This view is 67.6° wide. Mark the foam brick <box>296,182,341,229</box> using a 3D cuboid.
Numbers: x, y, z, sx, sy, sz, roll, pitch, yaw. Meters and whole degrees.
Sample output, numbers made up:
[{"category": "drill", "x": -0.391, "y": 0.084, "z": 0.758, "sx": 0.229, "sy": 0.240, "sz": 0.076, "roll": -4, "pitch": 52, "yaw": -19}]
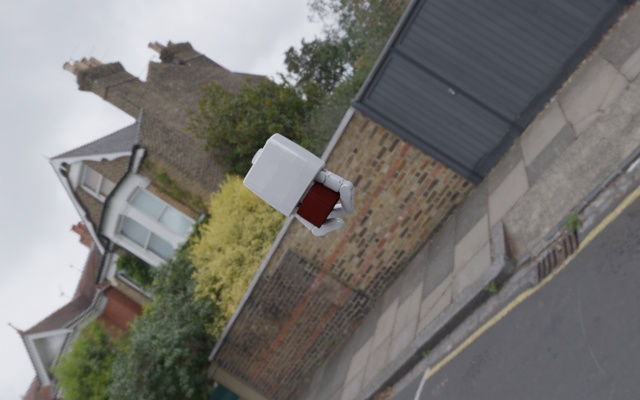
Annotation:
[{"category": "foam brick", "x": 0.000, "y": 0.003, "z": 0.848, "sx": 0.051, "sy": 0.053, "sz": 0.078, "roll": 34, "pitch": 29, "yaw": 2}]
